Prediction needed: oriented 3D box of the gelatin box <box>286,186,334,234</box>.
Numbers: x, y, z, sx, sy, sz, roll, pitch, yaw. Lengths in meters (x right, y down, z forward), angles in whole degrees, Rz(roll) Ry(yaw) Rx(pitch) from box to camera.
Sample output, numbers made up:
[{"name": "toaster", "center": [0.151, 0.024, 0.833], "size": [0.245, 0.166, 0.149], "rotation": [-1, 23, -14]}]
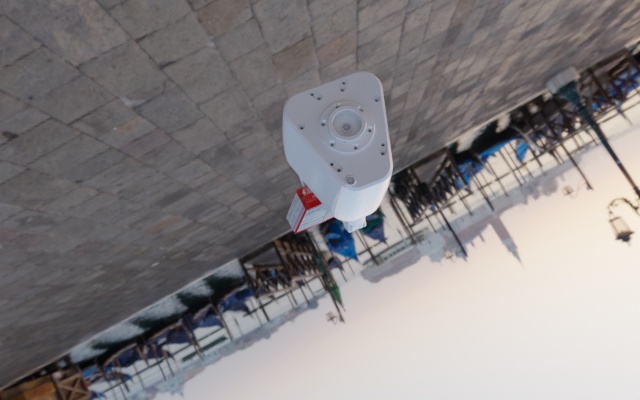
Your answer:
[{"name": "gelatin box", "center": [0.000, 0.002, 0.592], "size": [0.073, 0.030, 0.089], "rotation": [-23, -17, -20]}]
